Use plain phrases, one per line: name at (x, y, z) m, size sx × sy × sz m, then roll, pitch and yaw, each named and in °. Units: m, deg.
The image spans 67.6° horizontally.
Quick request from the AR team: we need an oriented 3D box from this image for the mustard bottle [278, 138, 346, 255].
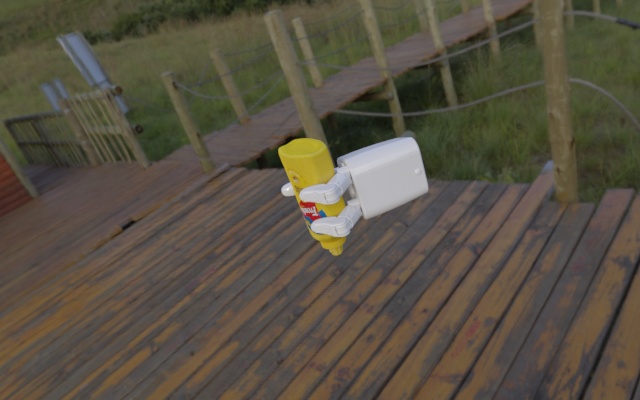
mustard bottle at (0.000, 0.002, 0.733) m, size 0.058 × 0.192 × 0.096 m, roll -33°, pitch 29°, yaw -26°
